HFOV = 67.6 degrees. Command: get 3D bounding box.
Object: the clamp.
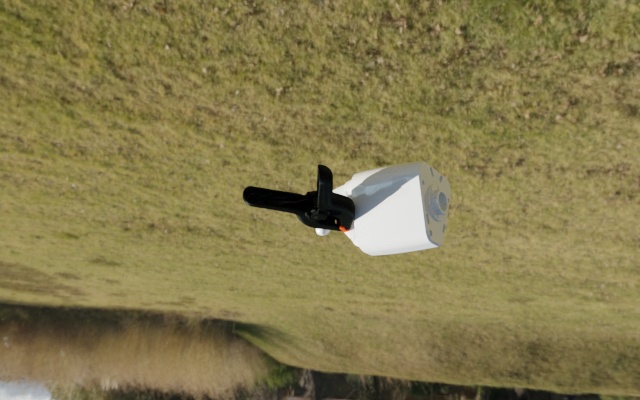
[{"bbox_3d":[0.000,0.003,0.610,0.120,0.039,0.171,-13,-23,37],"label":"clamp"}]
